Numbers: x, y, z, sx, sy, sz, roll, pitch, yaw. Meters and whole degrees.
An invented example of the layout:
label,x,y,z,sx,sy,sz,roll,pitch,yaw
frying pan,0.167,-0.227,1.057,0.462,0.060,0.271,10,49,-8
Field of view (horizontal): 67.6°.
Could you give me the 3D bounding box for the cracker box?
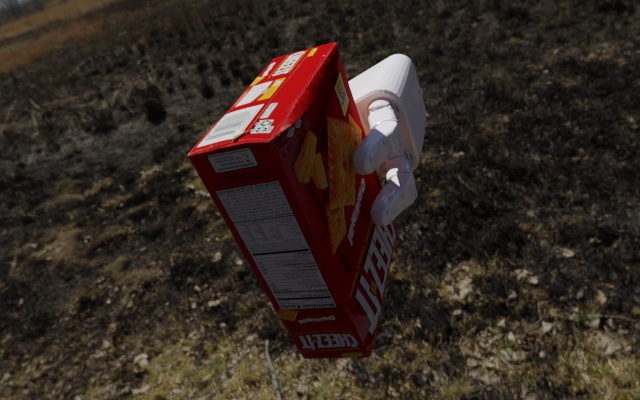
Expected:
label,x,y,z,sx,sy,sz,roll,pitch,yaw
cracker box,0.000,0.001,0.406,0.072,0.214,0.164,-7,34,25
